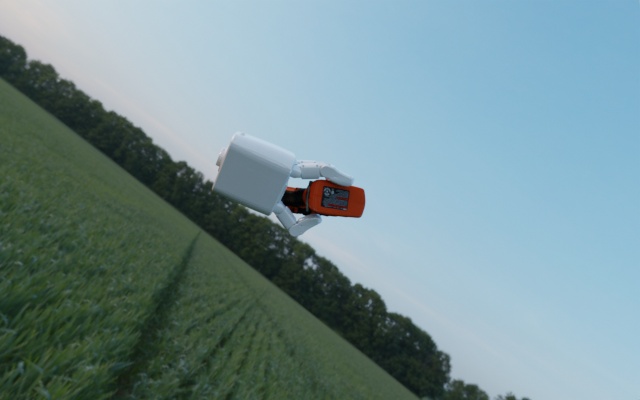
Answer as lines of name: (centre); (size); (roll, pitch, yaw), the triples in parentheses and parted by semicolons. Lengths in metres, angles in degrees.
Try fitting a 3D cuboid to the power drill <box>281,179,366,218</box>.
power drill: (0.000, 0.003, 0.870); (0.184, 0.057, 0.187); (8, -6, -29)
